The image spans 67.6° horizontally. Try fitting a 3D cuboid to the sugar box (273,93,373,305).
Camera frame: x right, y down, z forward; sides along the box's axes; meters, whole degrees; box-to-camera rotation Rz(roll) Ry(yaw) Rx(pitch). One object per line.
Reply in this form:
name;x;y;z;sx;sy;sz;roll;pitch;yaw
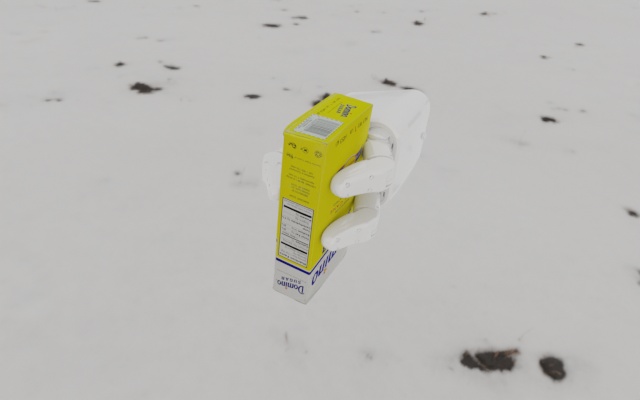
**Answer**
sugar box;0.001;0.001;0.439;0.048;0.176;0.093;20;38;21
